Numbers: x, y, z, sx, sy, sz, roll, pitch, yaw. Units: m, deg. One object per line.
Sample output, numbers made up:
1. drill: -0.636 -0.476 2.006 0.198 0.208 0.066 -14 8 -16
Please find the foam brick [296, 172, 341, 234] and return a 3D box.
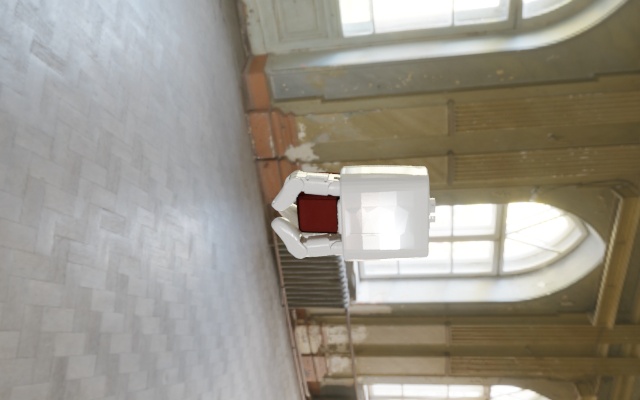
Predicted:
1. foam brick: 0.000 0.002 0.630 0.051 0.053 0.078 0 30 7
